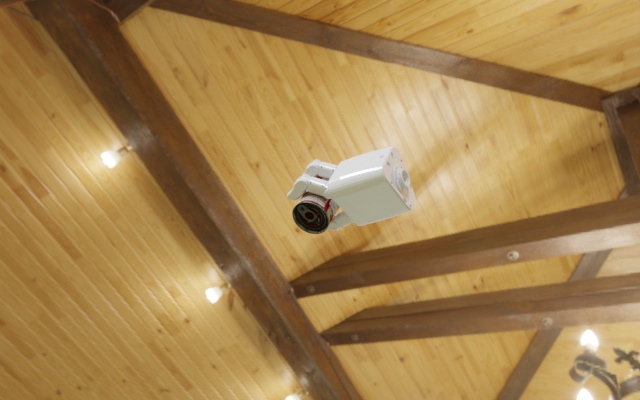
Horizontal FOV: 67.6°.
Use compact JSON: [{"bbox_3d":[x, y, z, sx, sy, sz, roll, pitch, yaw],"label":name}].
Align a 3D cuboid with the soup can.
[{"bbox_3d":[0.000,0.003,0.855,0.068,0.068,0.102,0,34,25],"label":"soup can"}]
